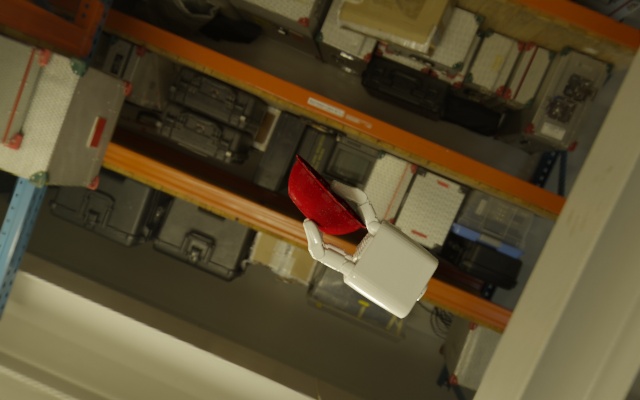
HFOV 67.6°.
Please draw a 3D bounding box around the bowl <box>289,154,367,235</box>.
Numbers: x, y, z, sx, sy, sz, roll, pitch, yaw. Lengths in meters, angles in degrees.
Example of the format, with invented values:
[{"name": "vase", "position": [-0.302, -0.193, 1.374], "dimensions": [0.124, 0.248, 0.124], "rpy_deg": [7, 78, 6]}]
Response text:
[{"name": "bowl", "position": [-0.001, 0.002, 0.759], "dimensions": [0.055, 0.162, 0.162], "rpy_deg": [-43, -5, 5]}]
